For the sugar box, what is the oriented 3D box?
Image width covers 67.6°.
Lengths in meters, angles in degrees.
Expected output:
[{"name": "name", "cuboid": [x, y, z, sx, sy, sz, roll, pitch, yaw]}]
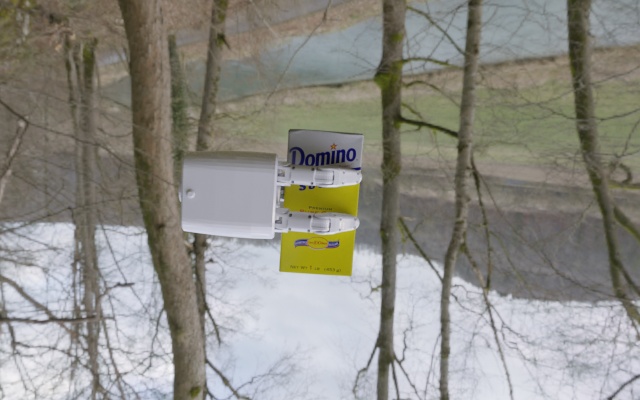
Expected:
[{"name": "sugar box", "cuboid": [0.000, 0.002, 0.594, 0.093, 0.176, 0.048, 3, 8, -2]}]
